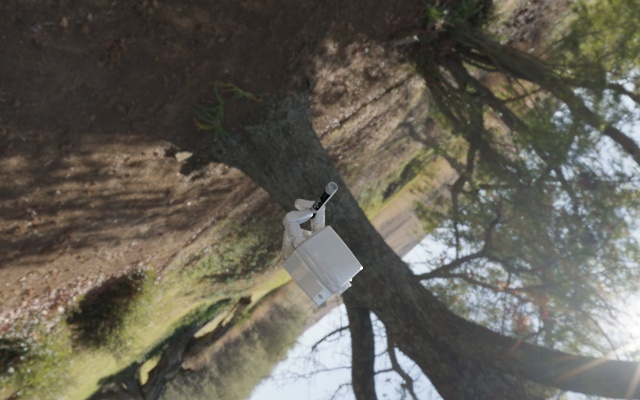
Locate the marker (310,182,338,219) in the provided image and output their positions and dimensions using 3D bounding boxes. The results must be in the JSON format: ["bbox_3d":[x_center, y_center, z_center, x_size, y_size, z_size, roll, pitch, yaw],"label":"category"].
[{"bbox_3d":[0.000,0.003,0.887,0.020,0.020,0.121,0,-28,-24],"label":"marker"}]
